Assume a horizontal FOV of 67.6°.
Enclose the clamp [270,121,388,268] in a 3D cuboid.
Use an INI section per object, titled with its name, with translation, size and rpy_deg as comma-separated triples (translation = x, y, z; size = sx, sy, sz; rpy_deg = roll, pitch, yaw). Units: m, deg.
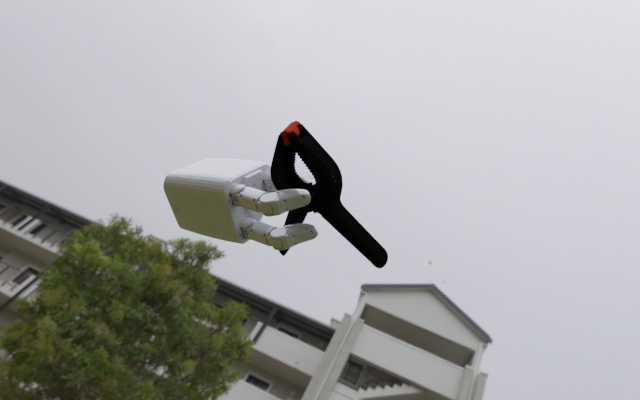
[clamp]
translation = 0.000, 0.001, 0.597
size = 0.164, 0.210, 0.036
rpy_deg = 9, 39, 25
